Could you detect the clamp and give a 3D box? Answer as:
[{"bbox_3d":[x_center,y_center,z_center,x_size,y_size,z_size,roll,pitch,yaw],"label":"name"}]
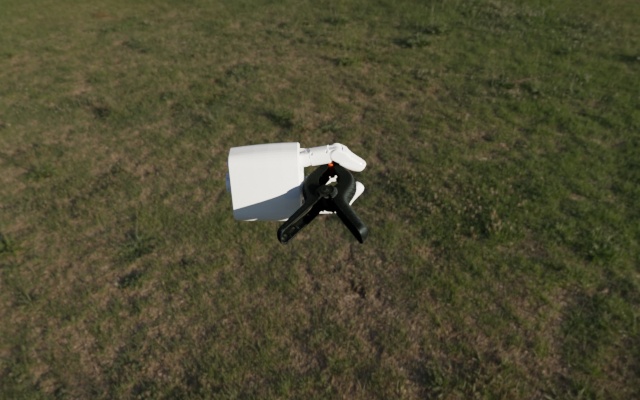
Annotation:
[{"bbox_3d":[0.000,0.002,0.674,0.120,0.039,0.171,-2,38,0],"label":"clamp"}]
